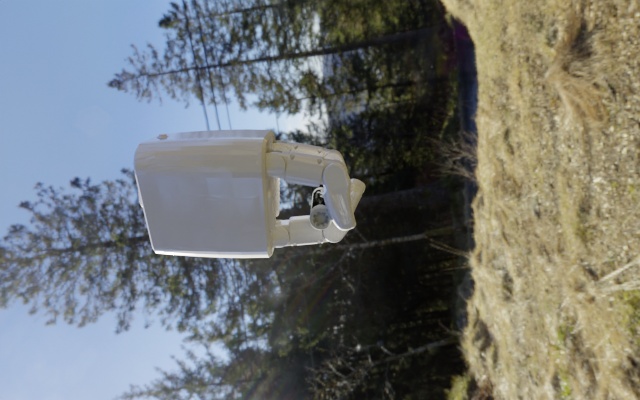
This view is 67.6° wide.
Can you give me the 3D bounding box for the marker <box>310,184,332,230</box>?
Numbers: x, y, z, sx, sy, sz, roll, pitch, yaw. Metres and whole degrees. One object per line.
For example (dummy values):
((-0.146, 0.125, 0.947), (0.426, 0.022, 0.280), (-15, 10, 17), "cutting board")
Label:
((0.000, 0.002, 0.459), (0.020, 0.020, 0.121), (0, 14, 0), "marker")
